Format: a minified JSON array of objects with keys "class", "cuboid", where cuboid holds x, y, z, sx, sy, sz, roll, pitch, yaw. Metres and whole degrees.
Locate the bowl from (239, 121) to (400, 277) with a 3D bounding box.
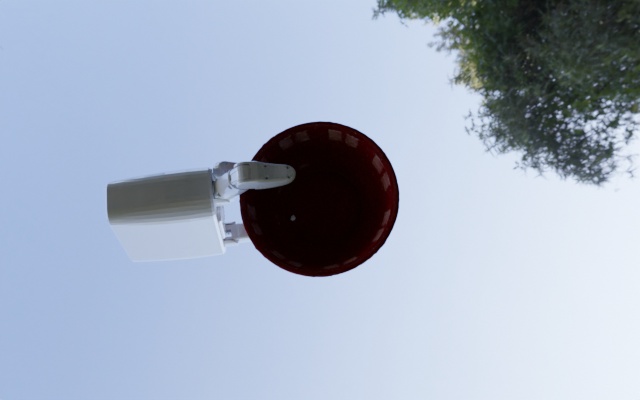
[{"class":"bowl","cuboid":[0.001,0.002,0.502,0.162,0.162,0.055,0,-14,6]}]
